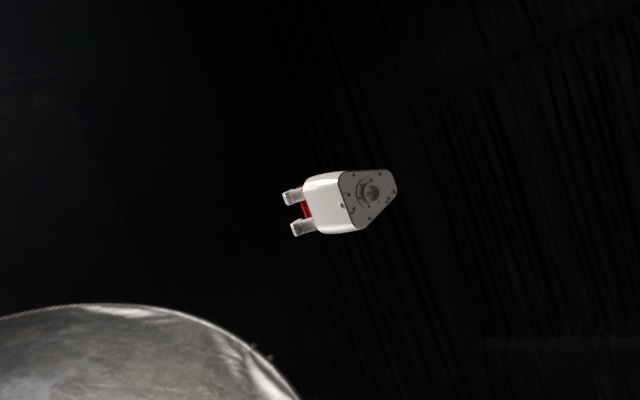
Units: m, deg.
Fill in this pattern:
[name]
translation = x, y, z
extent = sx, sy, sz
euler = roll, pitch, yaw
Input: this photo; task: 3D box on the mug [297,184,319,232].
[mug]
translation = -0.001, 0.003, 0.872
extent = 0.093, 0.081, 0.117
euler = -24, 8, -31
